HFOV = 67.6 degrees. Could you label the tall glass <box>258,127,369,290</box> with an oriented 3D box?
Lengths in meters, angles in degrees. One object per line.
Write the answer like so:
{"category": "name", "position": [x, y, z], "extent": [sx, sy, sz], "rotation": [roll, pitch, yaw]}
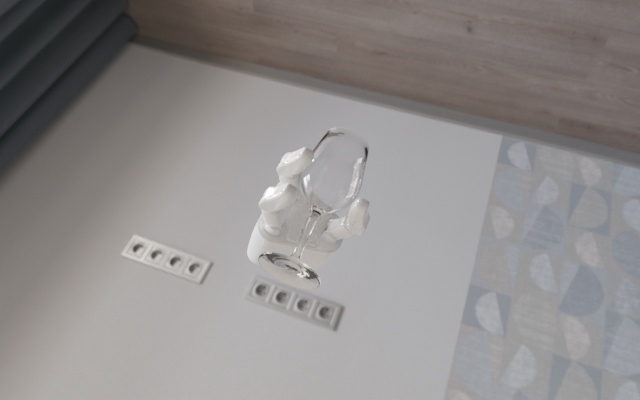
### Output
{"category": "tall glass", "position": [0.000, 0.002, 0.577], "extent": [0.079, 0.201, 0.079], "rotation": [18, -32, 11]}
